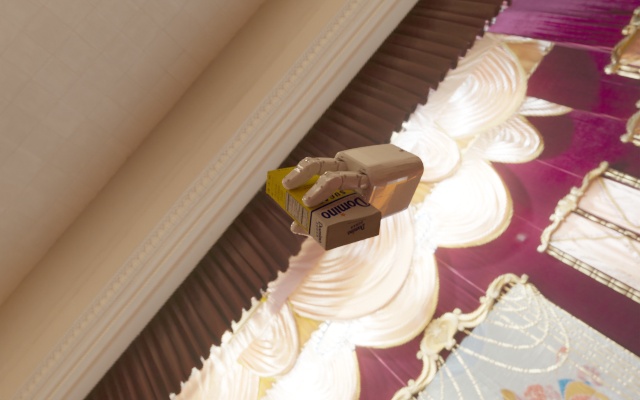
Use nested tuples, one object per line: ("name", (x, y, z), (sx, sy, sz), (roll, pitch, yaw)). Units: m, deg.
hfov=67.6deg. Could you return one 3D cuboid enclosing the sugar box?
("sugar box", (0.000, 0.002, 0.698), (0.093, 0.048, 0.176), (-13, 31, -31))
